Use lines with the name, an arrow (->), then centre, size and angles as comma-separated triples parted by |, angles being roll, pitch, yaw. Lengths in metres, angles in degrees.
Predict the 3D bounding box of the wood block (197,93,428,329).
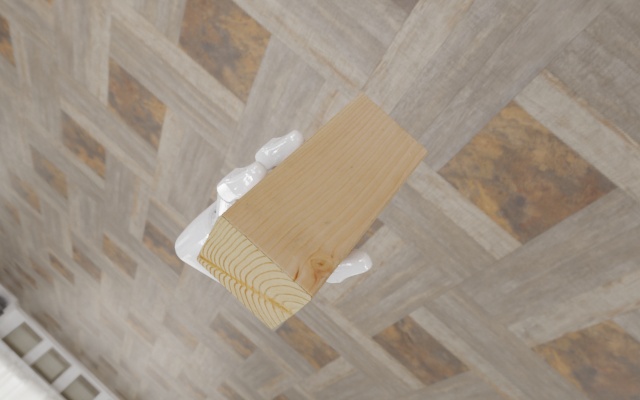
wood block -> 0.000, 0.002, 0.433 | 0.206, 0.091, 0.090 | -47, -1, -38
